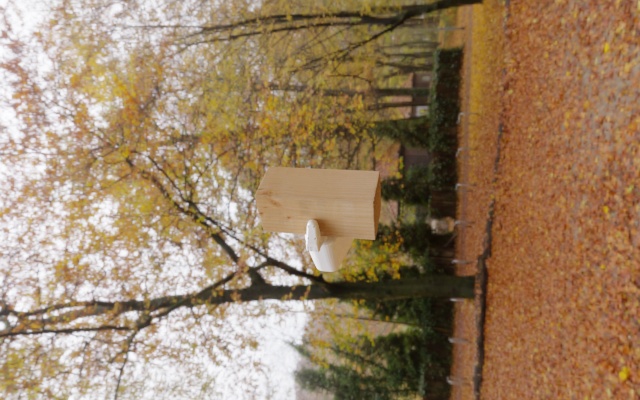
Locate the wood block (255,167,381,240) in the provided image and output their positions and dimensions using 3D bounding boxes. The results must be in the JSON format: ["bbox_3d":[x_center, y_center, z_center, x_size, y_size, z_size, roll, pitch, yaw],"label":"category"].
[{"bbox_3d":[0.000,0.003,0.855,0.206,0.090,0.090,3,42,13],"label":"wood block"}]
